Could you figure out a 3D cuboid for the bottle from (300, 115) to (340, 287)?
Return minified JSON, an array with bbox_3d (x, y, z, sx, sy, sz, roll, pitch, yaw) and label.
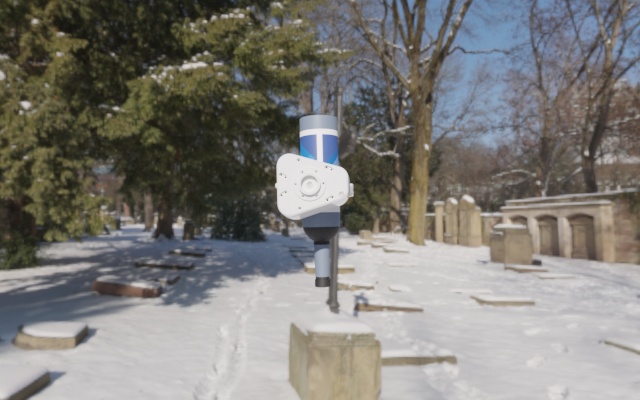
[{"bbox_3d":[0.000,0.002,0.837,0.069,0.295,0.069,-2,-3,0],"label":"bottle"}]
